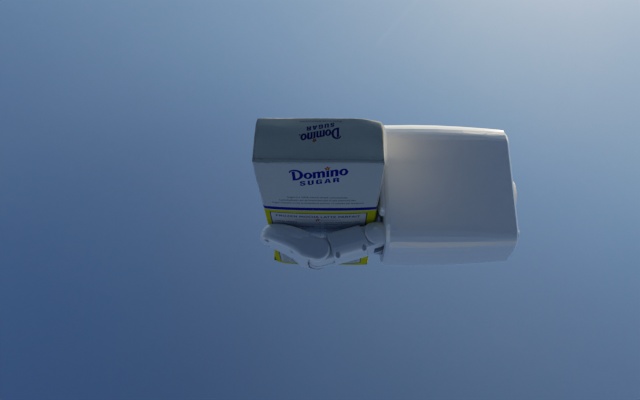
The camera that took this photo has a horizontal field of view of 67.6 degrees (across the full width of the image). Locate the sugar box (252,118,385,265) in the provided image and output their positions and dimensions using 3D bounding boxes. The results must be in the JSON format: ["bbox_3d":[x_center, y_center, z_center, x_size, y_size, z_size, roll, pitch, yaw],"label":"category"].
[{"bbox_3d":[0.000,0.001,0.405,0.093,0.048,0.176,1,-33,1],"label":"sugar box"}]
